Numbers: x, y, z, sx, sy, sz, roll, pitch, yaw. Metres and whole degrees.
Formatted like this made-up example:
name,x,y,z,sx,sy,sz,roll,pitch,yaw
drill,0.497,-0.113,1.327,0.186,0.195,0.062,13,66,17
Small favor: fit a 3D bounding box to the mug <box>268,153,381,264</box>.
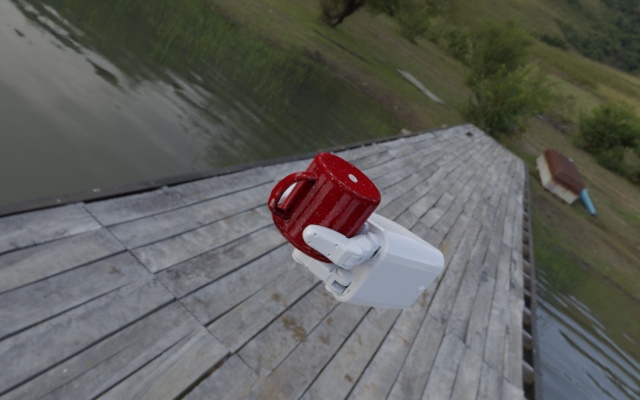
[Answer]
name,x,y,z,sx,sy,sz,roll,pitch,yaw
mug,-0.001,0.001,0.490,0.117,0.081,0.093,19,27,-39
